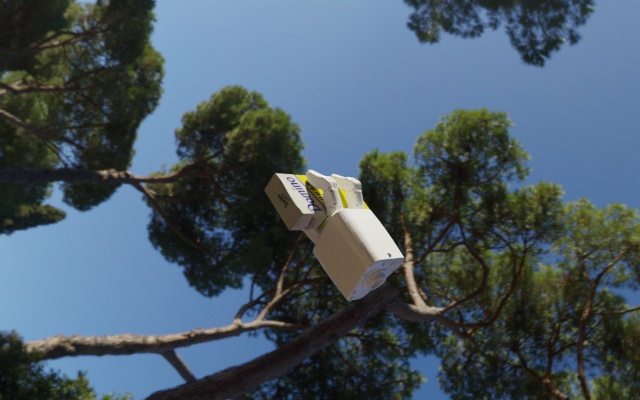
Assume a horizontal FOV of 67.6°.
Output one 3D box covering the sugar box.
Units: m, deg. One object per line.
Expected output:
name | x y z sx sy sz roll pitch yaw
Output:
sugar box | 0.001 0.002 0.812 0.176 0.093 0.048 3 -47 -48
